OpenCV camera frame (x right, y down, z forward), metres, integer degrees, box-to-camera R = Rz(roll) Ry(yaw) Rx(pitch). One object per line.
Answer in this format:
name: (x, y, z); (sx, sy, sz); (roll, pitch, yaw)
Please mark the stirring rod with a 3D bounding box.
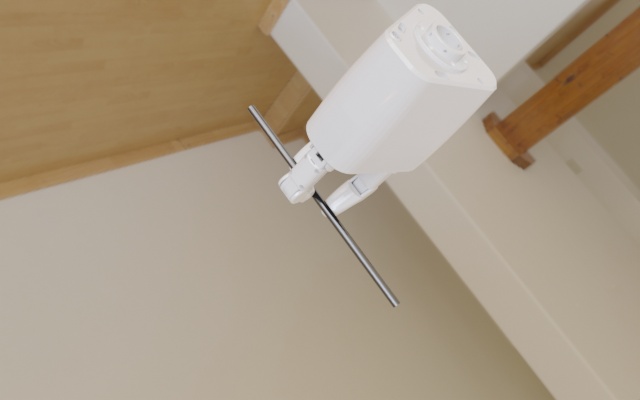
stirring rod: (0.000, 0.001, 0.461); (0.011, 0.239, 0.011); (-35, -10, -7)
